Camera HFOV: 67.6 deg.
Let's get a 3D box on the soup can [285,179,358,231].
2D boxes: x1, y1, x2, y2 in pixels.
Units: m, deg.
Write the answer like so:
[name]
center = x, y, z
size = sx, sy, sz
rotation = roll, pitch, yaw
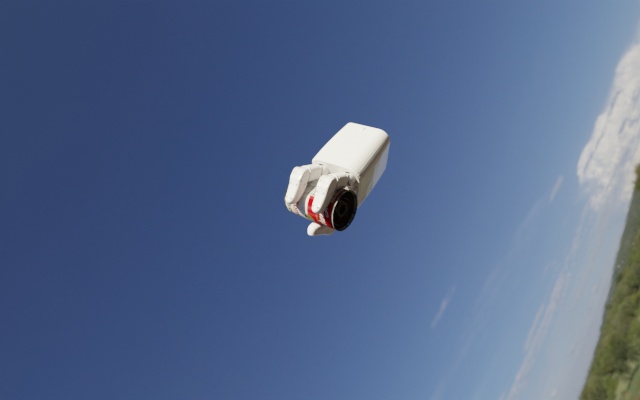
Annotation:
[soup can]
center = 0.000, 0.003, 0.783
size = 0.102, 0.068, 0.068
rotation = 19, 11, 34
